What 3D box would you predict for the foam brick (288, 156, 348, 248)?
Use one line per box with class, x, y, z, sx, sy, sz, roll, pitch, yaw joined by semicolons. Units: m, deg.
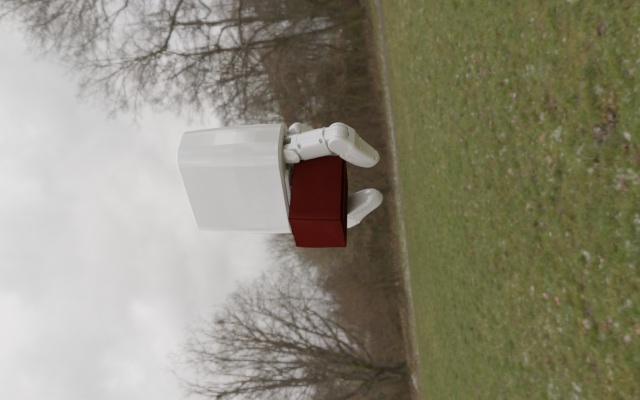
foam brick;0.000;0.002;0.469;0.051;0.078;0.053;-1;-36;6
